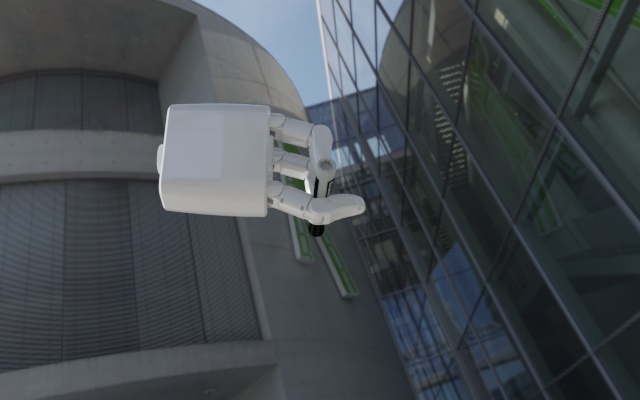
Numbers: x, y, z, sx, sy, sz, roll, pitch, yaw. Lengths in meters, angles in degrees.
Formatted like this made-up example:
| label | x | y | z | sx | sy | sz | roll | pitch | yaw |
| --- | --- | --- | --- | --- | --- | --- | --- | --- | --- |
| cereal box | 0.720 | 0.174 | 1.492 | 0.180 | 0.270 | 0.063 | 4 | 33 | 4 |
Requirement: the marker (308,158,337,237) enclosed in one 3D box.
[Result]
| label | x | y | z | sx | sy | sz | roll | pitch | yaw |
| --- | --- | --- | --- | --- | --- | --- | --- | --- | --- |
| marker | 0.000 | 0.002 | 0.503 | 0.020 | 0.020 | 0.121 | 0 | -36 | -7 |
